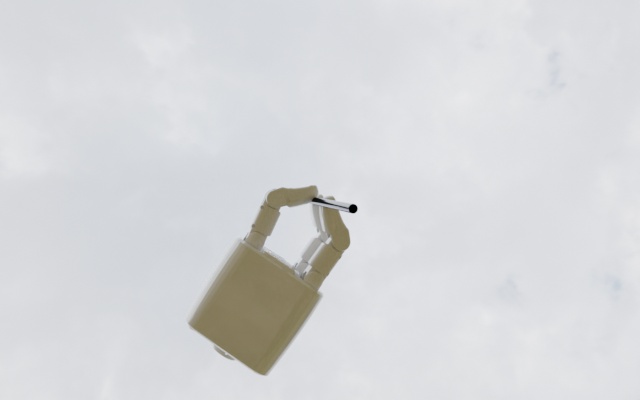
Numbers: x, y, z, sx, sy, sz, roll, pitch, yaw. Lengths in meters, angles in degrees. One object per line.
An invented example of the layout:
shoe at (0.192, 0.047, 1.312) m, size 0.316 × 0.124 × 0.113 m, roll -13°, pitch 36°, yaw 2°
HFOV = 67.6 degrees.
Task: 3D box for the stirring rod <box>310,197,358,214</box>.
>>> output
stirring rod at (0.000, 0.002, 0.501) m, size 0.011 × 0.011 × 0.239 m, roll 0°, pitch 2°, yaw -13°
